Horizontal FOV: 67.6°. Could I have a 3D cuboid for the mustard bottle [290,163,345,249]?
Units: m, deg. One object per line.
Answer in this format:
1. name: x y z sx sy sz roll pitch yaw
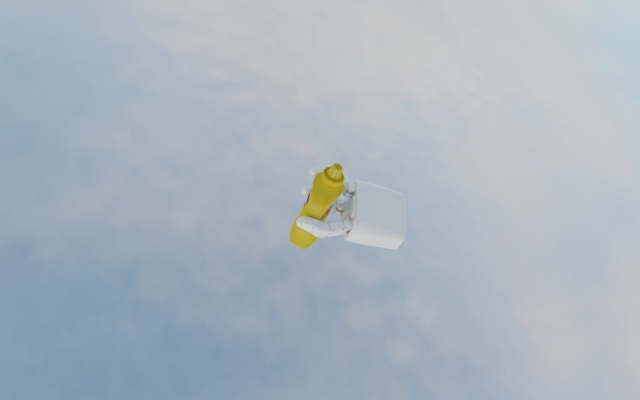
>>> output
1. mustard bottle: 0.000 0.003 0.894 0.058 0.192 0.096 30 44 3
